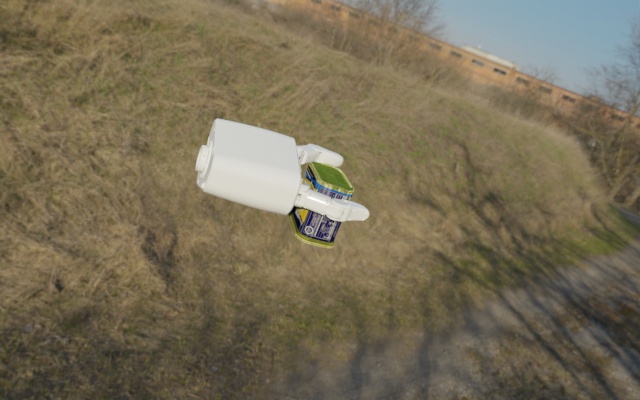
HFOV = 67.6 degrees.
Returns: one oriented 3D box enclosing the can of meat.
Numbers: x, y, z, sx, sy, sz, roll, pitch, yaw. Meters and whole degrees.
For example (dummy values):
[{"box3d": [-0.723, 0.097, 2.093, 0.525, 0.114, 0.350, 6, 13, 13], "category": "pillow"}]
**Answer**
[{"box3d": [0.000, 0.002, 0.645, 0.057, 0.084, 0.102, 15, 19, -18], "category": "can of meat"}]
